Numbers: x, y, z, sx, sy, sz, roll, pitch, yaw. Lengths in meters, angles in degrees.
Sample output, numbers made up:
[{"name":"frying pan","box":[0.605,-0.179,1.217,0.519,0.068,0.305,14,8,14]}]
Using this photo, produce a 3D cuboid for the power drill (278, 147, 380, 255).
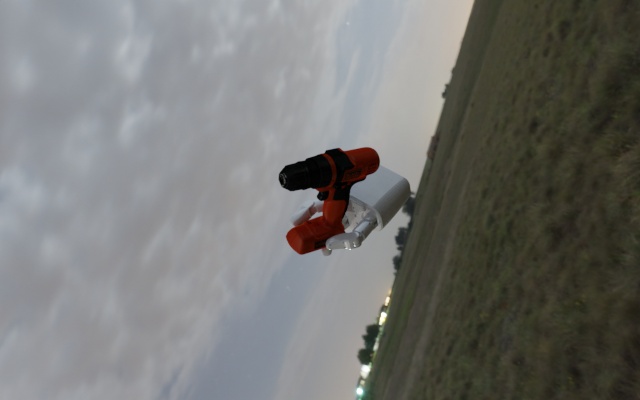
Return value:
[{"name":"power drill","box":[0.000,0.003,0.775,0.184,0.188,0.057,-14,50,-34]}]
